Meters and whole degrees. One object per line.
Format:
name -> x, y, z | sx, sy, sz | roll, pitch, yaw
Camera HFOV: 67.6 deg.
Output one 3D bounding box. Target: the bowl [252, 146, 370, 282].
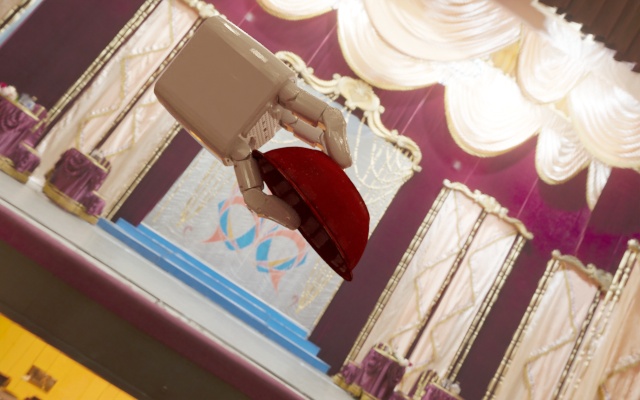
bowl -> 0.001, 0.002, 0.479 | 0.055, 0.162, 0.162 | -36, 8, -11
